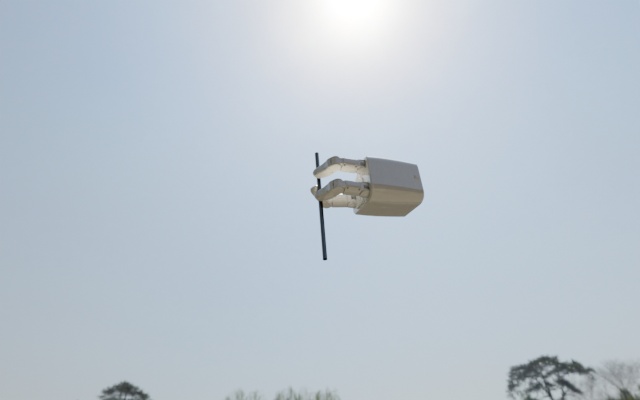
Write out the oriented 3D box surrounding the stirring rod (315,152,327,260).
[{"bbox_3d":[0.000,0.003,0.872,0.011,0.239,0.011,-3,-37,-2],"label":"stirring rod"}]
